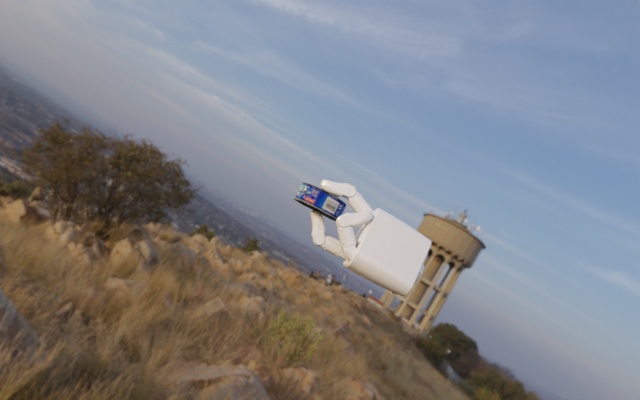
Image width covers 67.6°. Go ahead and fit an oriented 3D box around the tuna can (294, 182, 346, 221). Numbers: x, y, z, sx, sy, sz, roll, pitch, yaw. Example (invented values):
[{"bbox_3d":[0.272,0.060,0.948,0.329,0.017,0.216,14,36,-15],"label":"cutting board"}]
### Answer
[{"bbox_3d":[0.000,0.002,0.815,0.086,0.034,0.086,27,-5,2],"label":"tuna can"}]
